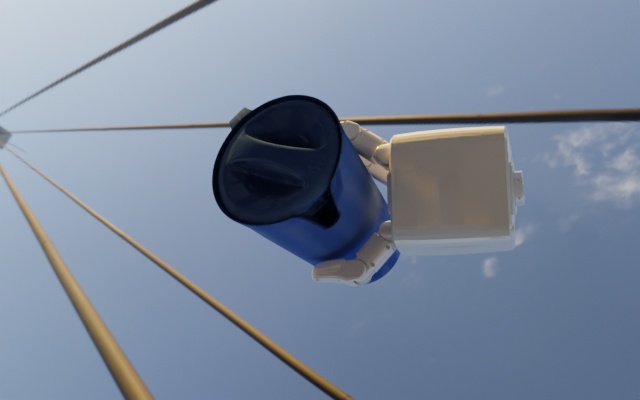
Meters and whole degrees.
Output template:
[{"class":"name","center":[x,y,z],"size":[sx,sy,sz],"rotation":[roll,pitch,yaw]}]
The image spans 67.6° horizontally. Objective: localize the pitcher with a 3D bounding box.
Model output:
[{"class":"pitcher","center":[0.000,0.002,0.521],"size":[0.145,0.149,0.243],"rotation":[-5,-27,24]}]
